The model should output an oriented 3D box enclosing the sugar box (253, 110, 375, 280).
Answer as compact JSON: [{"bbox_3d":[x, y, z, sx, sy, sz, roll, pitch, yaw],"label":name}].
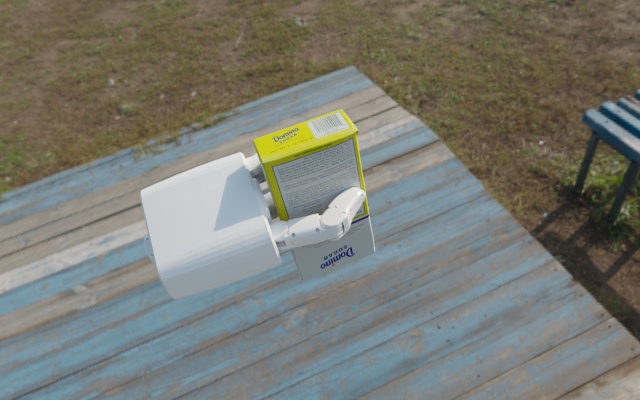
[{"bbox_3d":[0.000,0.001,0.494,0.093,0.176,0.048,-19,46,-7],"label":"sugar box"}]
